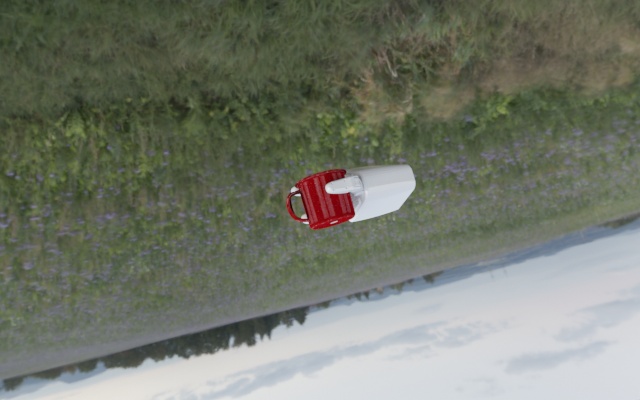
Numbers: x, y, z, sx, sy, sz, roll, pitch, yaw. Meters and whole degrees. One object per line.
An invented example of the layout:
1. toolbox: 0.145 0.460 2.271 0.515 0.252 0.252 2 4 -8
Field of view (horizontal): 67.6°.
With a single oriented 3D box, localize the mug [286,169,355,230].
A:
1. mug: -0.001 0.003 0.811 0.117 0.081 0.093 -12 -11 -20
